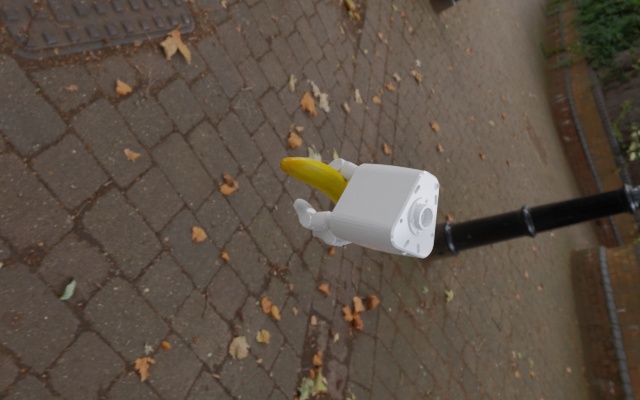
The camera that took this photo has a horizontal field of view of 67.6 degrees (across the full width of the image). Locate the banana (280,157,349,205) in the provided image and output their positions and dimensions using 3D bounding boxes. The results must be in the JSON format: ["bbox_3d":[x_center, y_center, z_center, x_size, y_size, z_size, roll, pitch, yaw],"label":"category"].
[{"bbox_3d":[0.016,-0.007,0.708,0.198,0.069,0.037,54,-3,-40],"label":"banana"}]
